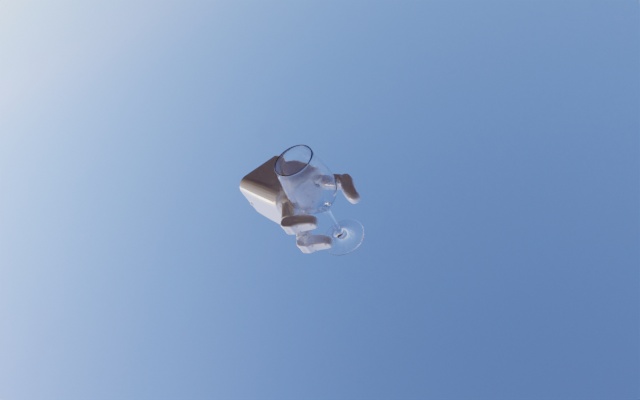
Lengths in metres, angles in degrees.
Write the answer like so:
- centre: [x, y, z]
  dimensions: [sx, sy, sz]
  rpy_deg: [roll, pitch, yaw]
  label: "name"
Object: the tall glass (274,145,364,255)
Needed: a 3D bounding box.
- centre: [0.001, 0.003, 0.755]
  dimensions: [0.079, 0.079, 0.201]
  rpy_deg: [0, -37, 30]
  label: "tall glass"
